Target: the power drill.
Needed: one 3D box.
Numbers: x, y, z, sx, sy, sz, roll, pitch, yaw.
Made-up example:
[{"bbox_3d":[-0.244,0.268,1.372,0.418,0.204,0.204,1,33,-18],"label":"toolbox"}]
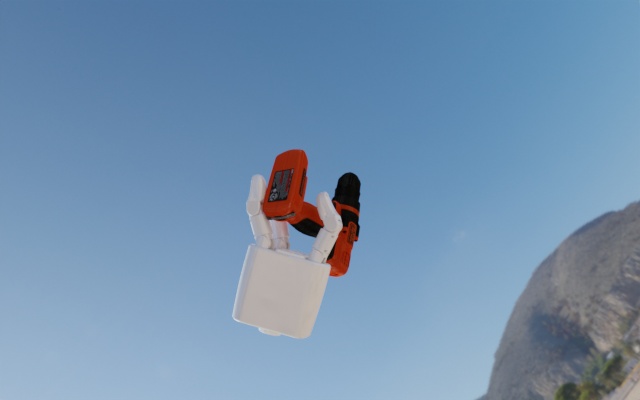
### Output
[{"bbox_3d":[0.000,0.002,0.731,0.057,0.184,0.188,-11,-35,34],"label":"power drill"}]
